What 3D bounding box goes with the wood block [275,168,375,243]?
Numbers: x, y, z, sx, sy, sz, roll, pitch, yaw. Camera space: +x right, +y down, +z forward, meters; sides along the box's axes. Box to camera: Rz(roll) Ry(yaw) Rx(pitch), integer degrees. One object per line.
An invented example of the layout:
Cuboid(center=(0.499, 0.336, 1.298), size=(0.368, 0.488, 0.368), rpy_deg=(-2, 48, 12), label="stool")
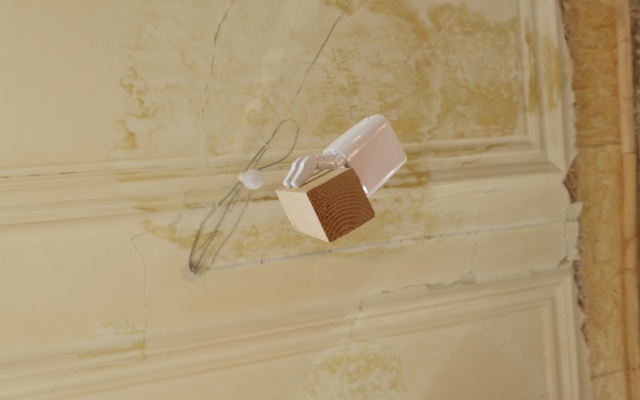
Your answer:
Cuboid(center=(0.001, 0.003, 0.833), size=(0.090, 0.091, 0.206), rpy_deg=(-29, 11, -15), label="wood block")
